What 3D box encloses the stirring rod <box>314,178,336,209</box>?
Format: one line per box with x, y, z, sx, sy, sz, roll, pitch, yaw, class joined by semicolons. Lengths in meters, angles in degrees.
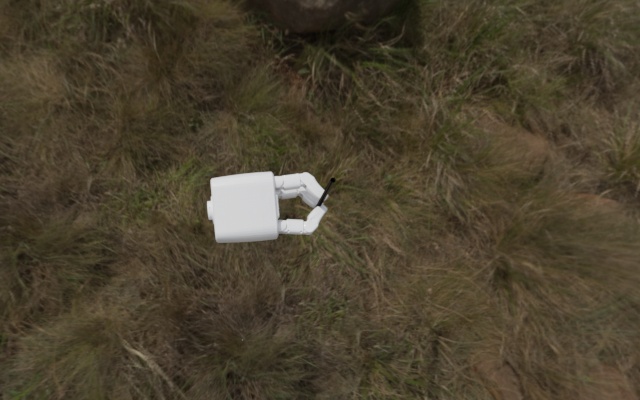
0.000;0.003;0.828;0.011;0.011;0.239;0;-16;-9;stirring rod
